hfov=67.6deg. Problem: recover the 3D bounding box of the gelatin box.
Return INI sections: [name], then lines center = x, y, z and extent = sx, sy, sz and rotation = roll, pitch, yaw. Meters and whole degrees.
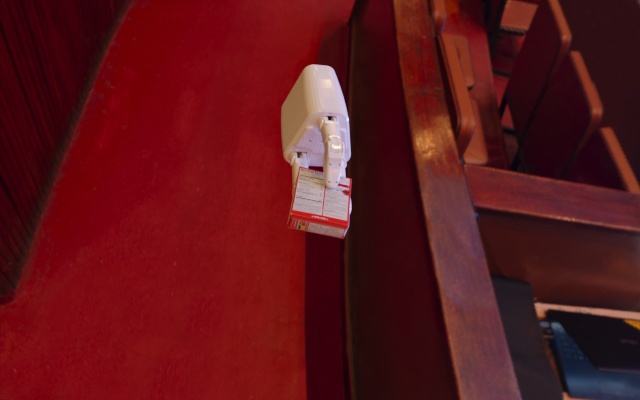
[gelatin box]
center = 0.000, 0.002, 0.614
extent = 0.073, 0.089, 0.030
rotation = 12, -44, -5
